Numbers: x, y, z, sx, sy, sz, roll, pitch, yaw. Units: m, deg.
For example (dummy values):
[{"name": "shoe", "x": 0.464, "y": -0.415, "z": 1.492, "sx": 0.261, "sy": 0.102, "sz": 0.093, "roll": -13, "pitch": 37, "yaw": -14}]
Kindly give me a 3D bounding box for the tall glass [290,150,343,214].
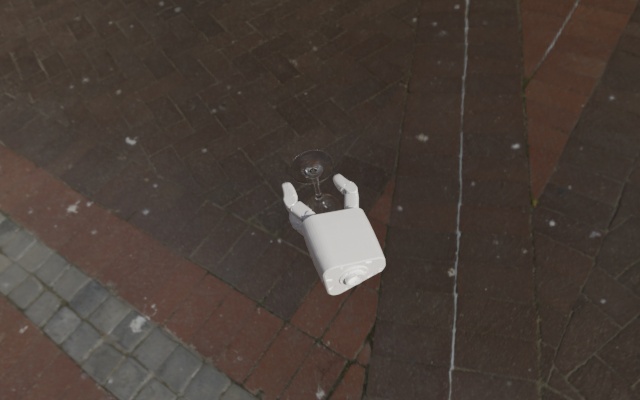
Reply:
[{"name": "tall glass", "x": 0.000, "y": 0.002, "z": 0.871, "sx": 0.079, "sy": 0.079, "sz": 0.201, "roll": 0, "pitch": -36, "yaw": 10}]
